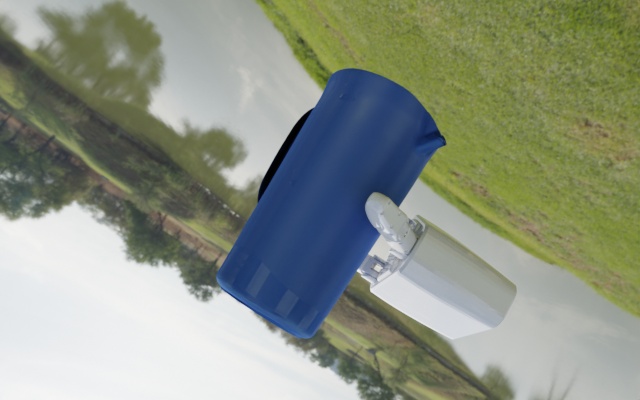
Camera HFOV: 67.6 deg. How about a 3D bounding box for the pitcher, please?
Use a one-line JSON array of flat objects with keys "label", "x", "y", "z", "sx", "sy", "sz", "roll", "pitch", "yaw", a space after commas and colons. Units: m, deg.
[{"label": "pitcher", "x": 0.000, "y": 0.002, "z": 0.477, "sx": 0.145, "sy": 0.243, "sz": 0.149, "roll": 33, "pitch": -12, "yaw": 0}]
